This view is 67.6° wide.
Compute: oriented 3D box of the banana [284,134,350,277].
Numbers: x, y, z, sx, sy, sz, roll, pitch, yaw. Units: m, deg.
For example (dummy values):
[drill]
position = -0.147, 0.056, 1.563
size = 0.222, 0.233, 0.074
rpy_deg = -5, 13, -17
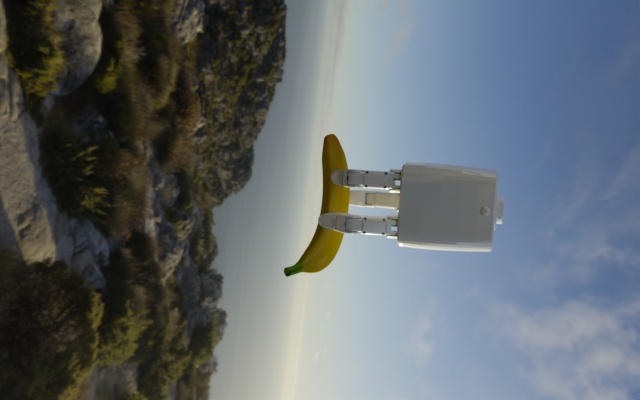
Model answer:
[banana]
position = 0.009, 0.012, 0.623
size = 0.037, 0.197, 0.070
rpy_deg = 2, -22, 36
